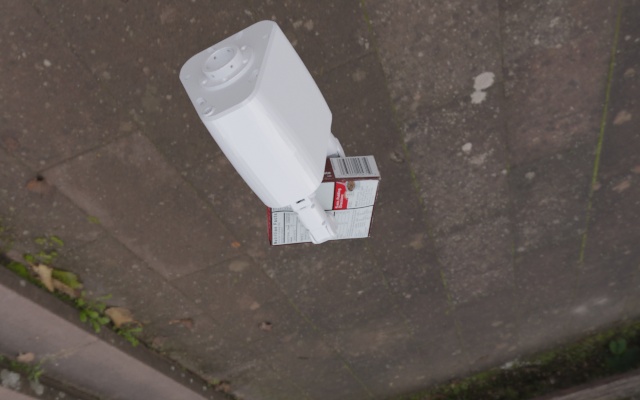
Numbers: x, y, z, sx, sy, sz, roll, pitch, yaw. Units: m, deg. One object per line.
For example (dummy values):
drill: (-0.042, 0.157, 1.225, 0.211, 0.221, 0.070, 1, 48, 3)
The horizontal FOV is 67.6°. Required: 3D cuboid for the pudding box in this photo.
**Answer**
pudding box: (0.000, 0.002, 0.494, 0.113, 0.090, 0.039, -3, 45, -8)
